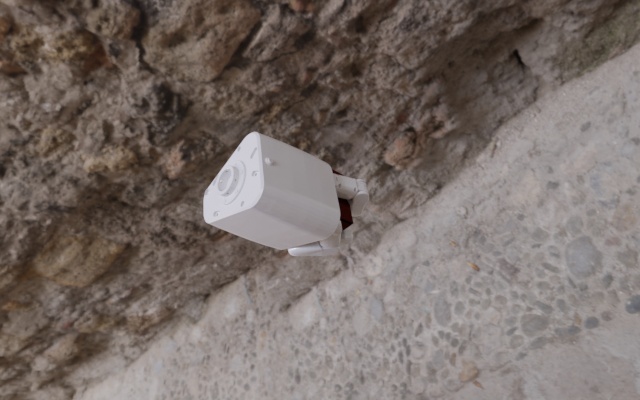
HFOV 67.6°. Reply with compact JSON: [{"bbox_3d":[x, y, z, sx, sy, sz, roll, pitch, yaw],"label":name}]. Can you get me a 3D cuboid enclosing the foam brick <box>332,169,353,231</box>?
[{"bbox_3d":[0.000,0.002,0.594,0.051,0.078,0.053,23,-46,-38],"label":"foam brick"}]
